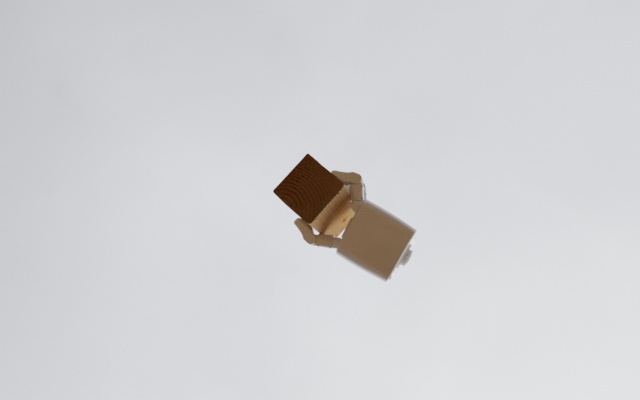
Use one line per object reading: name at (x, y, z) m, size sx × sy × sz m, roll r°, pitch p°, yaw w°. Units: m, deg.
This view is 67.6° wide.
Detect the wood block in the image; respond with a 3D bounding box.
wood block at (0.000, 0.003, 0.882) m, size 0.090 × 0.091 × 0.206 m, roll 41°, pitch -3°, yaw 18°
